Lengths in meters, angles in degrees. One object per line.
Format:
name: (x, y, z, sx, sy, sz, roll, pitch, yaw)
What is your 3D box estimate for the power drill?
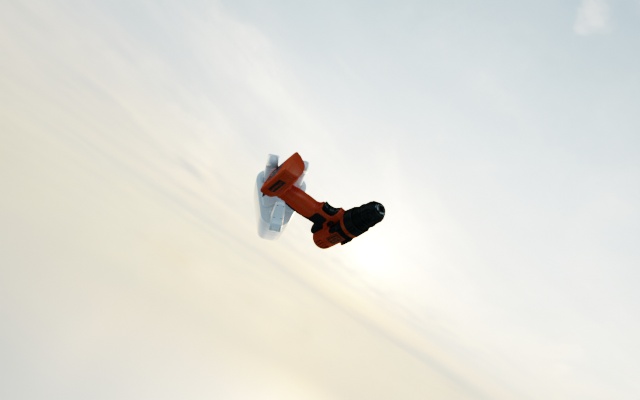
power drill: (0.000, 0.003, 0.838, 0.188, 0.057, 0.184, 42, -41, -14)
